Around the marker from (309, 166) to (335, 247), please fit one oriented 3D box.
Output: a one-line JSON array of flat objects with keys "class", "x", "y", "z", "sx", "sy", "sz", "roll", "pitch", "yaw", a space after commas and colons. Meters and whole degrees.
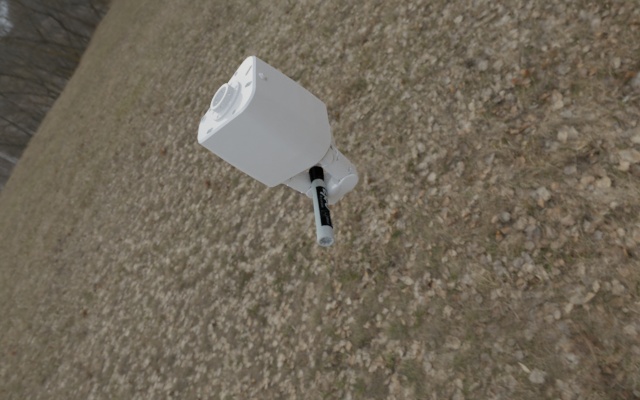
[{"class": "marker", "x": 0.000, "y": 0.002, "z": 0.562, "sx": 0.020, "sy": 0.121, "sz": 0.020, "roll": -4, "pitch": -44, "yaw": -4}]
